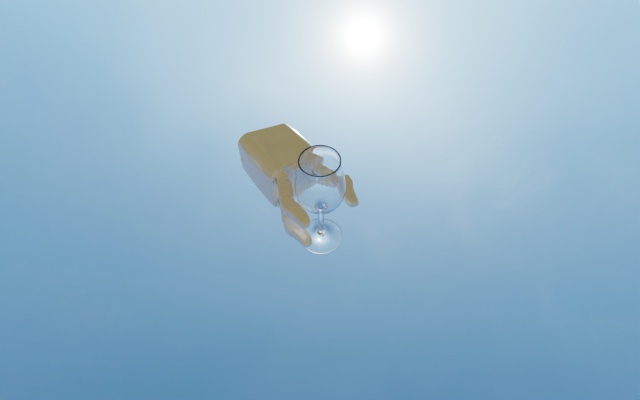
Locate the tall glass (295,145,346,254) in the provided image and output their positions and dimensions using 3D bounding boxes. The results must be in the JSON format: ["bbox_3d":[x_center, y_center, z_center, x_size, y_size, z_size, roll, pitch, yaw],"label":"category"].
[{"bbox_3d":[0.000,0.003,0.755,0.079,0.079,0.201,0,-36,1],"label":"tall glass"}]
